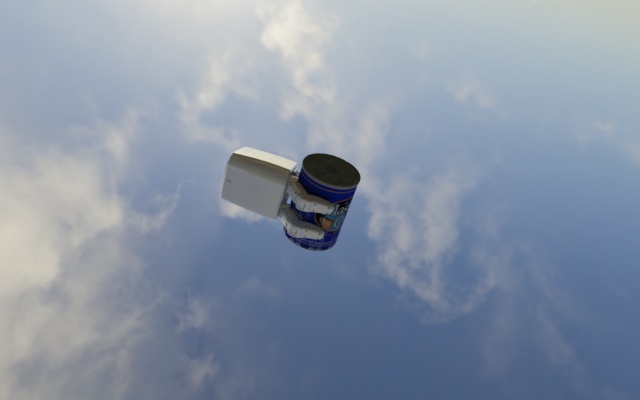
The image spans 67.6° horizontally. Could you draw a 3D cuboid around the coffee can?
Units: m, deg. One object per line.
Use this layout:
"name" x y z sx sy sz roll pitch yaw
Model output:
"coffee can" 0.000 0.003 0.839 0.103 0.140 0.102 14 32 -9
